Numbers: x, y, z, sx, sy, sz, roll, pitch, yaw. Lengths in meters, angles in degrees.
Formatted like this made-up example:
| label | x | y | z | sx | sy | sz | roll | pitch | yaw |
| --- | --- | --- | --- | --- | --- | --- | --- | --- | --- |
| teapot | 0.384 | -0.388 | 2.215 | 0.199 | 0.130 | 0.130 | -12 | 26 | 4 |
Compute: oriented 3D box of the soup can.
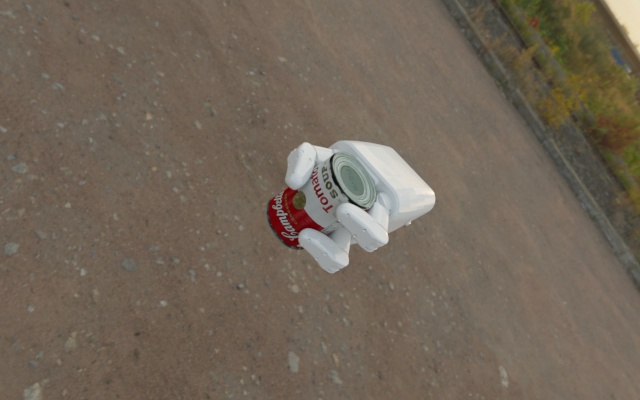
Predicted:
| label | x | y | z | sx | sy | sz | roll | pitch | yaw |
| --- | --- | --- | --- | --- | --- | --- | --- | --- | --- |
| soup can | 0.000 | 0.001 | 0.508 | 0.102 | 0.068 | 0.068 | -34 | -20 | 34 |
